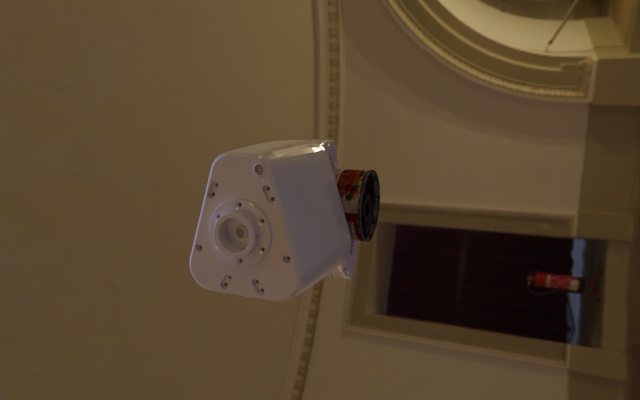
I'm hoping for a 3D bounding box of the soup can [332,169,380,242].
[{"bbox_3d":[0.000,0.001,0.463,0.102,0.068,0.068,5,1,20],"label":"soup can"}]
